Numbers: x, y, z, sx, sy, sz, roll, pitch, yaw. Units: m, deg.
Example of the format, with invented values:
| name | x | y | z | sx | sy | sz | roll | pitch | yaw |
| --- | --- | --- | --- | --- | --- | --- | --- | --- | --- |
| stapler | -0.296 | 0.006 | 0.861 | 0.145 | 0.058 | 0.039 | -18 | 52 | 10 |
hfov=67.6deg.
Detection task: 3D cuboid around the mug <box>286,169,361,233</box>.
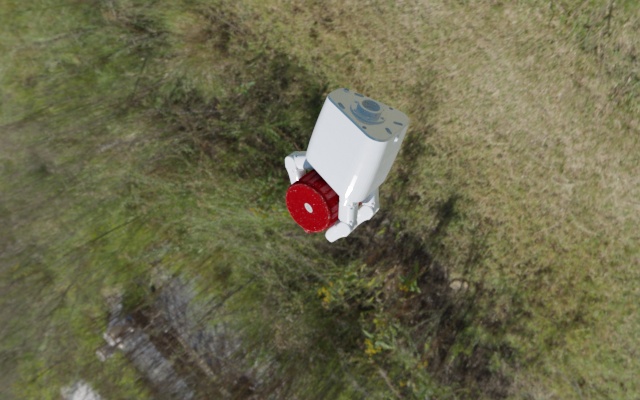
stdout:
| name | x | y | z | sx | sy | sz | roll | pitch | yaw |
| --- | --- | --- | --- | --- | --- | --- | --- | --- | --- |
| mug | 0.000 | 0.003 | 0.712 | 0.093 | 0.117 | 0.081 | 36 | 44 | 17 |
